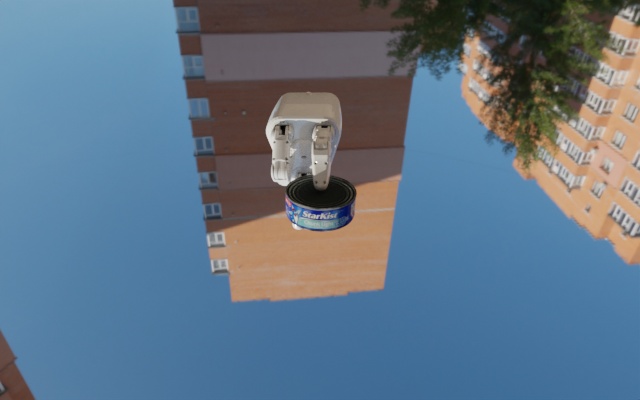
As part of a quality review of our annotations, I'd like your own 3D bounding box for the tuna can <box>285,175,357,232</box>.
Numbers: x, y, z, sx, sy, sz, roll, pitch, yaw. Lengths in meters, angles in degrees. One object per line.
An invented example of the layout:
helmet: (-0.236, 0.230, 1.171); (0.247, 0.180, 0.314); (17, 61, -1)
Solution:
tuna can: (0.000, 0.002, 0.580); (0.086, 0.034, 0.086); (2, 30, -1)
